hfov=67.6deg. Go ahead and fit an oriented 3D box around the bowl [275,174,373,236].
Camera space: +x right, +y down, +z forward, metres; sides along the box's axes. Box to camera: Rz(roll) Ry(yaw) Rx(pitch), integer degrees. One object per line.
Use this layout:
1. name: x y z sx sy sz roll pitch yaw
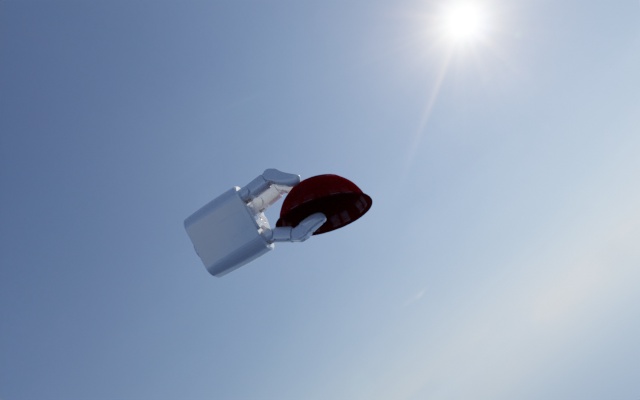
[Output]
1. bowl: 0.001 0.002 0.776 0.162 0.055 0.162 -13 -23 -6
